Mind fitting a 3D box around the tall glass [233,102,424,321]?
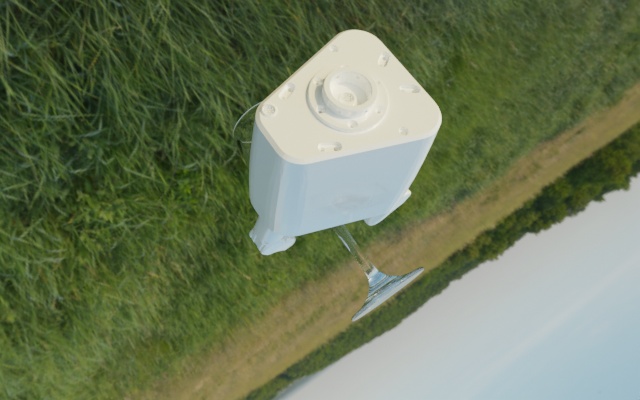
[{"bbox_3d":[0.000,0.002,0.424,0.079,0.201,0.079,-33,-17,-11],"label":"tall glass"}]
